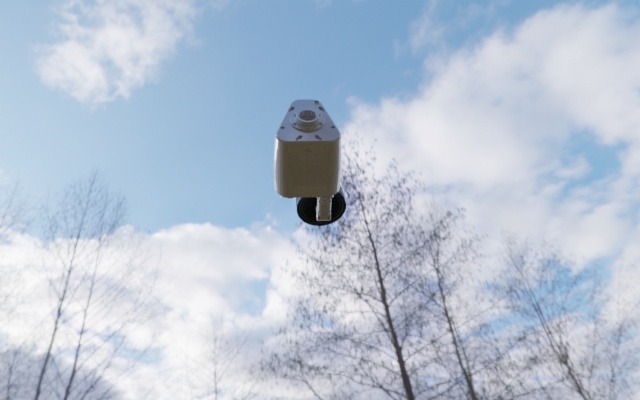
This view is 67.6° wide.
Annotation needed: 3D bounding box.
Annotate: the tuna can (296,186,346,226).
[{"bbox_3d":[0.000,0.002,0.827,0.086,0.086,0.033,0,43,-9],"label":"tuna can"}]
